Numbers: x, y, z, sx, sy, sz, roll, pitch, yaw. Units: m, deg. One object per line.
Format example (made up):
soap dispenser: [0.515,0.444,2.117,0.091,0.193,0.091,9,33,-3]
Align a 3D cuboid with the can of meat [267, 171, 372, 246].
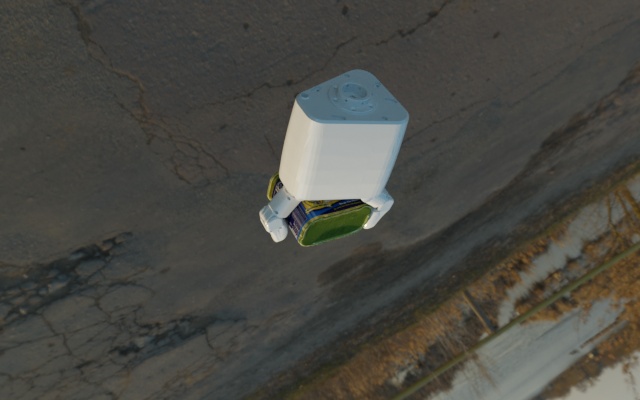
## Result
can of meat: [0.000,0.002,0.578,0.102,0.084,0.057,-14,-37,-30]
